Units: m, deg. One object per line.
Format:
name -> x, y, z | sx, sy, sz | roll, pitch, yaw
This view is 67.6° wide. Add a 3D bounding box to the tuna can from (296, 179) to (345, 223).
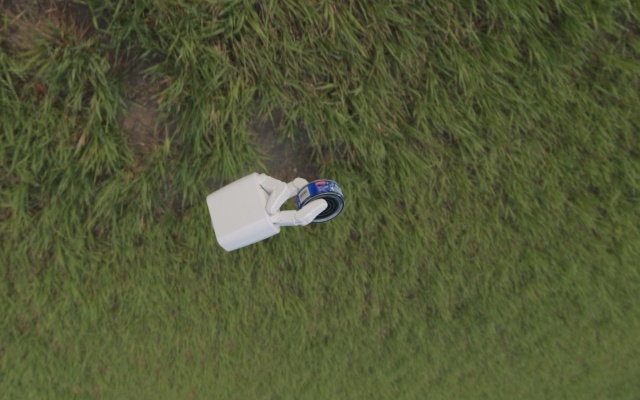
tuna can -> 0.000, 0.003, 0.865 | 0.086, 0.033, 0.086 | -11, -40, -9
